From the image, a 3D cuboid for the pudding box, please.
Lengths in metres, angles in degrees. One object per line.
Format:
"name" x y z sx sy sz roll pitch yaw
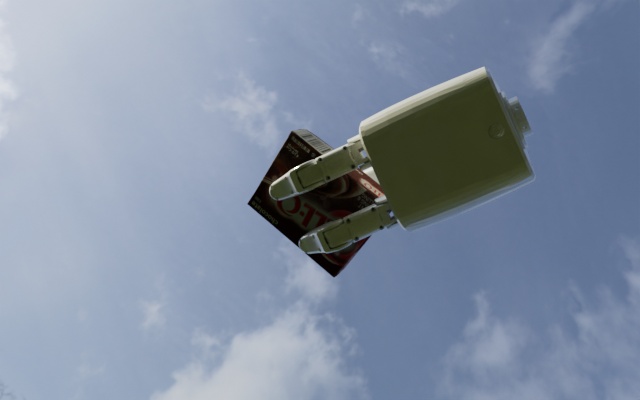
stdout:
"pudding box" 0.000 0.001 0.445 0.113 0.090 0.039 40 26 11
